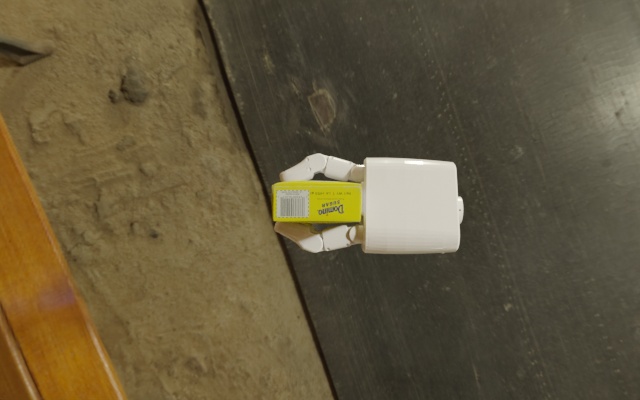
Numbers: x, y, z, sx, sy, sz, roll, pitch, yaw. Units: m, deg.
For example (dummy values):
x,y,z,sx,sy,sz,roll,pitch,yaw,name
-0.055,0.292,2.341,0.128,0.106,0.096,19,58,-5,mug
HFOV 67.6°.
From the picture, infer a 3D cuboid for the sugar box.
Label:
x,y,z,sx,sy,sz,roll,pitch,yaw,name
0.000,0.002,0.570,0.093,0.048,0.176,1,-2,4,sugar box
